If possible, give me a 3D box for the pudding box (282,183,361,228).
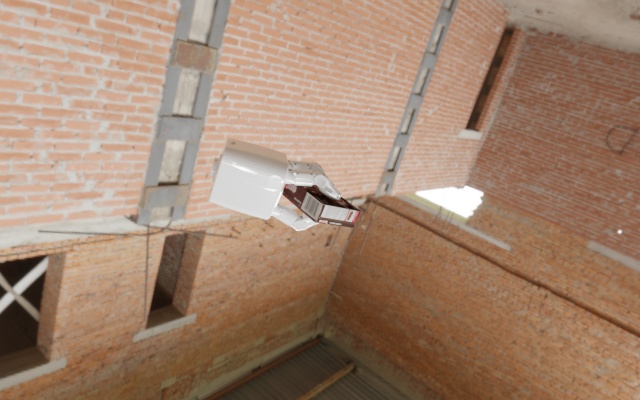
[{"bbox_3d":[0.000,0.003,0.820,0.090,0.039,0.113,10,21,-41],"label":"pudding box"}]
